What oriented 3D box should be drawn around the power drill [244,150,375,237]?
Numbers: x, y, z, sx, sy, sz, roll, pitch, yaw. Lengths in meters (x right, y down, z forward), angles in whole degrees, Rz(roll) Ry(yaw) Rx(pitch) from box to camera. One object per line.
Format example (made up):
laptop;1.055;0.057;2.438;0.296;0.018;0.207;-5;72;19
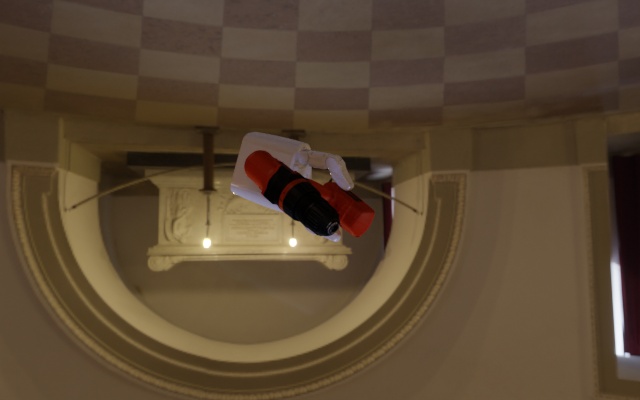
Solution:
power drill;0.000;0.002;0.688;0.184;0.057;0.188;41;12;36
